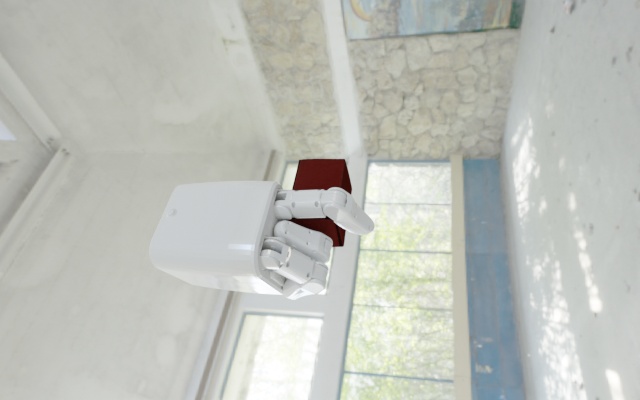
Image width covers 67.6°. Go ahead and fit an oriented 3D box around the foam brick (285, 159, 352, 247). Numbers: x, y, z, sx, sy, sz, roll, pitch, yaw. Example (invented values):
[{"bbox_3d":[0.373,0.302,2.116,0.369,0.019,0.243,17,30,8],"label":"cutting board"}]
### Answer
[{"bbox_3d":[0.000,0.001,0.490,0.051,0.078,0.053,1,-39,14],"label":"foam brick"}]
